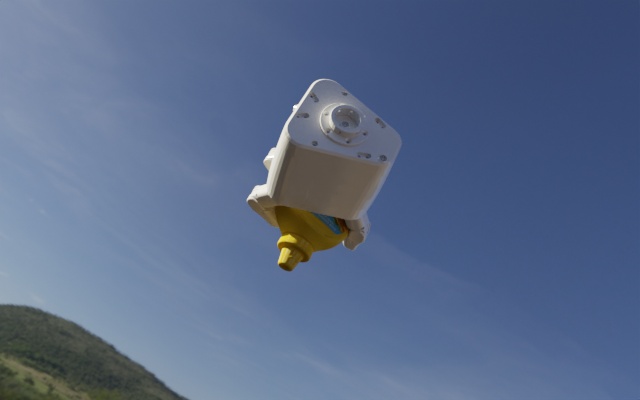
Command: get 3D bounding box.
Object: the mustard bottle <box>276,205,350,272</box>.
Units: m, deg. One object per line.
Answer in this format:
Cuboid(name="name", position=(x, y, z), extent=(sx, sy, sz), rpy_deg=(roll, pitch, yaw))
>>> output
Cuboid(name="mustard bottle", position=(0.000, 0.002, 0.575), extent=(0.096, 0.191, 0.058), rpy_deg=(41, -34, -19))
